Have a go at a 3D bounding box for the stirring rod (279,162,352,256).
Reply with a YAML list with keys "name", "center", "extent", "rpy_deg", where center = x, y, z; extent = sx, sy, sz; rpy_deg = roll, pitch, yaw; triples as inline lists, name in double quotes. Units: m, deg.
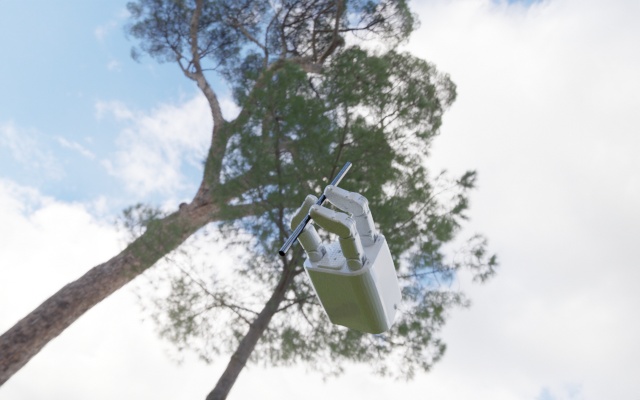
- name: "stirring rod"
  center: [0.000, 0.002, 0.632]
  extent: [0.011, 0.011, 0.239]
  rpy_deg: [0, 29, 24]
